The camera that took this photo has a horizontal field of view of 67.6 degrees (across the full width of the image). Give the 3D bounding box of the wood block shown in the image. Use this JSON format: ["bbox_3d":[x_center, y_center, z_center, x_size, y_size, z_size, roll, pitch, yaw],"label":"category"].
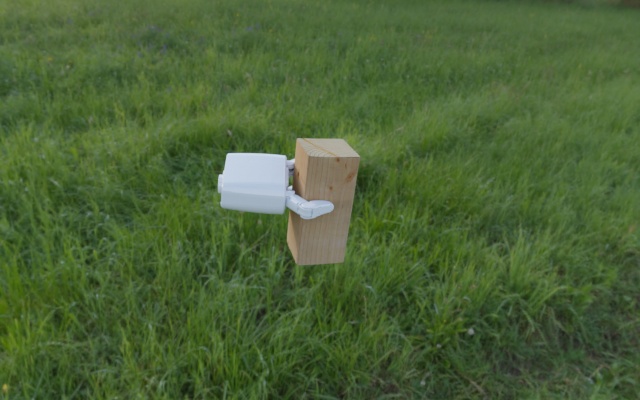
[{"bbox_3d":[0.000,0.003,0.848,0.090,0.206,0.090,-1,27,-17],"label":"wood block"}]
